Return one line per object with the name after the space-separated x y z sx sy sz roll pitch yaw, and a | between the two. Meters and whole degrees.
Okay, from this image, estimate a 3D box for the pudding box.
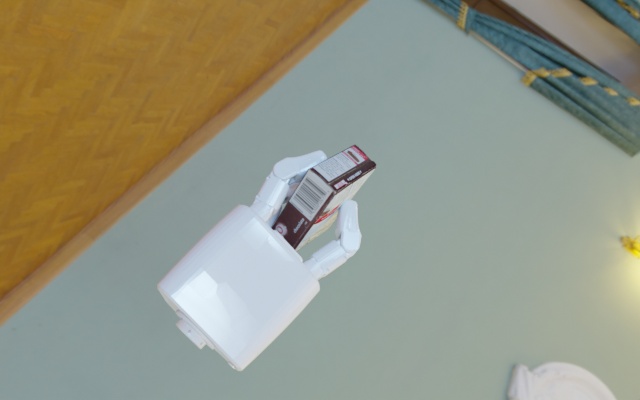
0.000 0.002 0.507 0.090 0.039 0.113 -34 -15 -50 | pudding box
